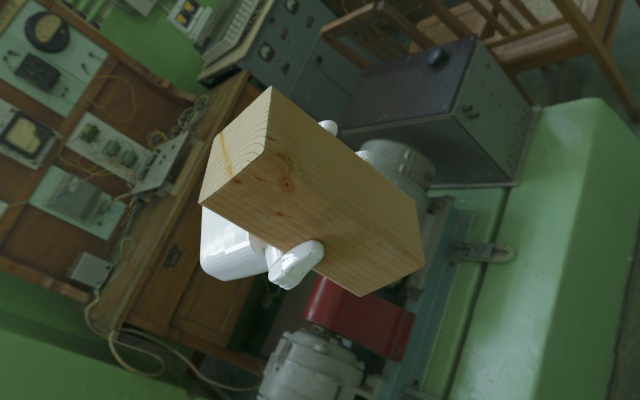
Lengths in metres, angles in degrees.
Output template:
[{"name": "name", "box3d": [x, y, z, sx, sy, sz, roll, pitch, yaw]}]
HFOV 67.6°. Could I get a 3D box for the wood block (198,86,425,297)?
[{"name": "wood block", "box3d": [0.000, 0.002, 0.462, 0.206, 0.090, 0.090, 34, -51, -31]}]
